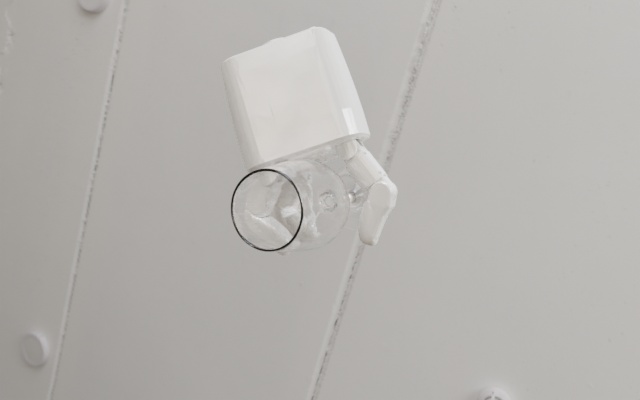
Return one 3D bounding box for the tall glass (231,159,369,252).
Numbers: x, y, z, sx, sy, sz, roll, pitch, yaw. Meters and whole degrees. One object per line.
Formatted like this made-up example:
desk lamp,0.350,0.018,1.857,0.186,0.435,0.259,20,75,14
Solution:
tall glass,0.000,0.002,0.439,0.079,0.079,0.201,0,4,24
